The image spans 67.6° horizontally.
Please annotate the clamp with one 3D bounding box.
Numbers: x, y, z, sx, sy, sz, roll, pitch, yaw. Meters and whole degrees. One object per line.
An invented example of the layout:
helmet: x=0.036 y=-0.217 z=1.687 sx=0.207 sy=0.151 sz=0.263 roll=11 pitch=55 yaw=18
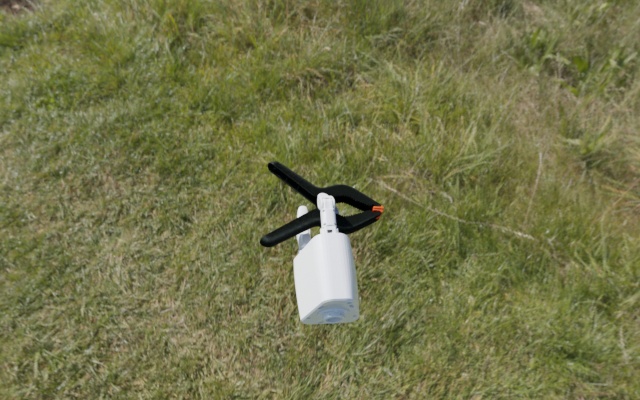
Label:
clamp: x=0.001 y=0.002 z=0.811 sx=0.210 sy=0.164 sz=0.036 roll=0 pitch=-31 yaw=-10
